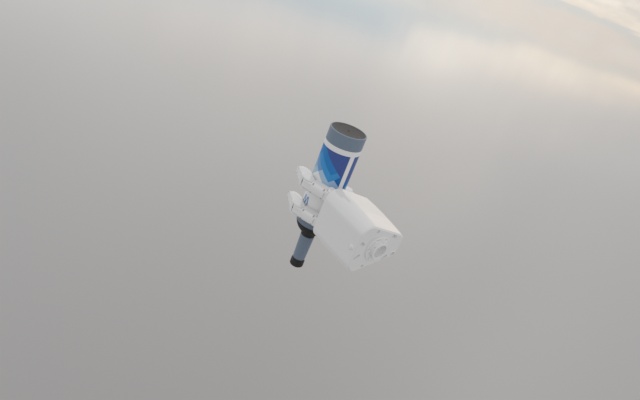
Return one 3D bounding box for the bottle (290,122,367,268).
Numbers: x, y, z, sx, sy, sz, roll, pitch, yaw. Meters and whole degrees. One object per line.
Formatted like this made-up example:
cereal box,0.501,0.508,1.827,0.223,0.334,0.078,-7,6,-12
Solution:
bottle,0.000,0.003,0.877,0.069,0.296,0.069,17,28,-9
